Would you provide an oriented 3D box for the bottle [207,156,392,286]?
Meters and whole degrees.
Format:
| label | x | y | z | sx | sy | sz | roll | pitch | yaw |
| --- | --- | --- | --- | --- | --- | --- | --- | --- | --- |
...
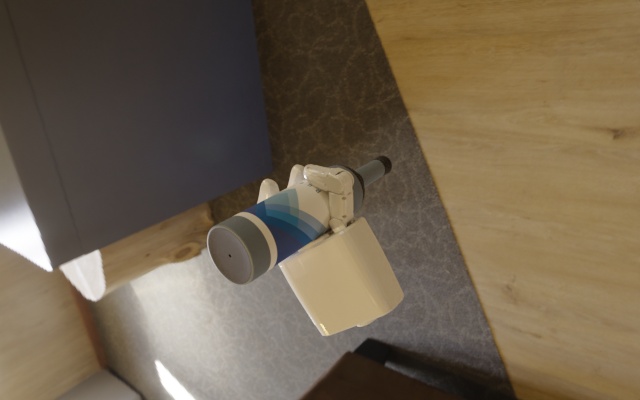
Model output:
| label | x | y | z | sx | sy | sz | roll | pitch | yaw |
| --- | --- | --- | --- | --- | --- | --- | --- | --- | --- |
| bottle | 0.000 | 0.002 | 0.572 | 0.069 | 0.069 | 0.295 | 0 | 21 | 41 |
